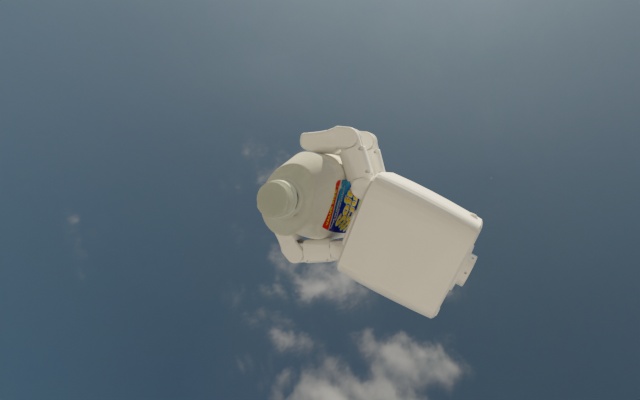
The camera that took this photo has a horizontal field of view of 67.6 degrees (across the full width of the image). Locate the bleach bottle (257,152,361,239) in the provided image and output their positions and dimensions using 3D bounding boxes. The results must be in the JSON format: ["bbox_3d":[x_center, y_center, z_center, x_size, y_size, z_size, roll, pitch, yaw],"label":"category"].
[{"bbox_3d":[0.000,0.002,0.497,0.068,0.102,0.251,28,11,16],"label":"bleach bottle"}]
